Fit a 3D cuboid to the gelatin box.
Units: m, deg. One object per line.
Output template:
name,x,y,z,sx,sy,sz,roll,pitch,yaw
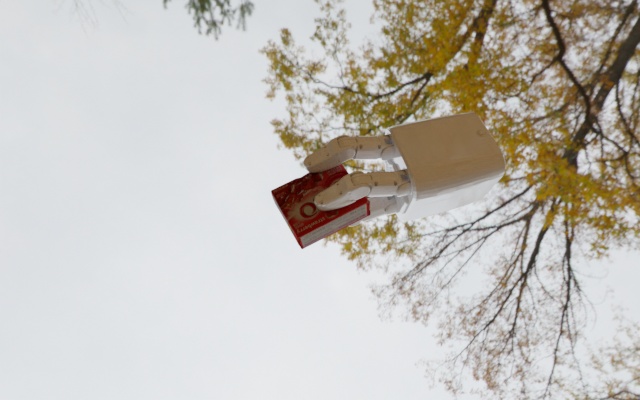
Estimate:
gelatin box,0.000,0.002,0.531,0.089,0.073,0.030,-27,-34,-9
